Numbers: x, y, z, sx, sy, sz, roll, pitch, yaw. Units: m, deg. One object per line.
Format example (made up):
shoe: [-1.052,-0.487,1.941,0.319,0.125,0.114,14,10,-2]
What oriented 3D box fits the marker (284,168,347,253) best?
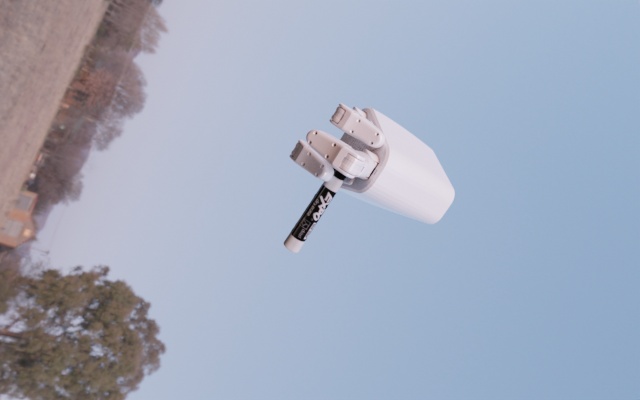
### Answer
marker: [0.000,0.002,0.495,0.020,0.121,0.020,31,15,-9]
